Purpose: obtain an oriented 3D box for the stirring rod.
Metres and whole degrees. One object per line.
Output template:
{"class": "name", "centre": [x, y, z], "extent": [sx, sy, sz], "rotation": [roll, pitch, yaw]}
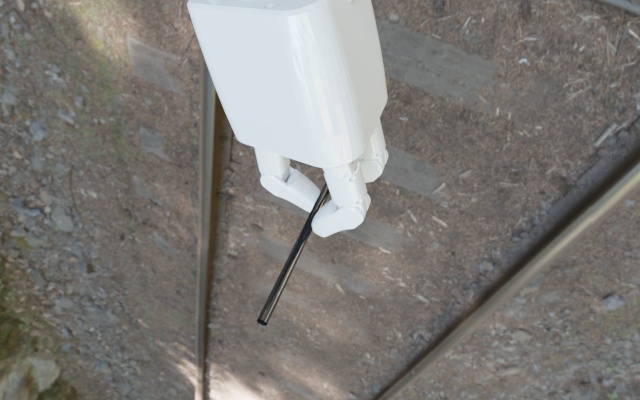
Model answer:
{"class": "stirring rod", "centre": [0.000, 0.001, 0.408], "extent": [0.011, 0.011, 0.239], "rotation": [0, 44, 28]}
